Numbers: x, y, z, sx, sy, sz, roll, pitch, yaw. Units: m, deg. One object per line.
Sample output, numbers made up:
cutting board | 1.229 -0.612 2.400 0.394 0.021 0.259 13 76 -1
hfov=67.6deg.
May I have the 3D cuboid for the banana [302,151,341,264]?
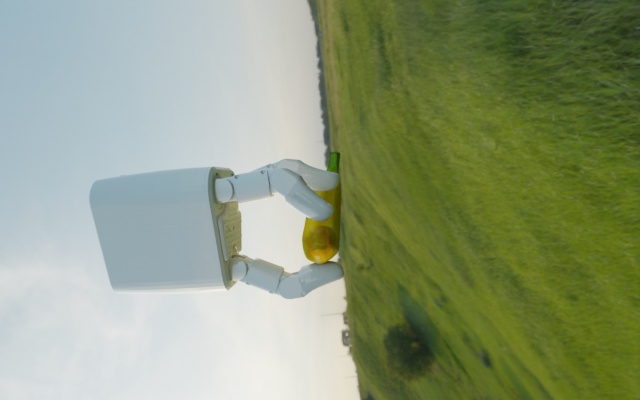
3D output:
banana | 0.001 0.017 0.477 0.037 0.070 0.197 -1 27 4
